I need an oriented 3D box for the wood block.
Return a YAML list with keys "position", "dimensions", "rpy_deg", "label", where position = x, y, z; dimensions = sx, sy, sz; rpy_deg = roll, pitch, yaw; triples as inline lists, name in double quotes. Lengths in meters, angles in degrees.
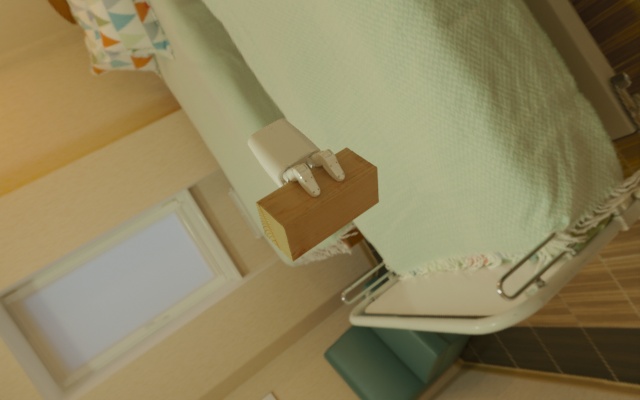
- position: [0.000, 0.003, 0.859]
  dimensions: [0.206, 0.091, 0.090]
  rpy_deg: [-33, 49, -23]
  label: "wood block"
